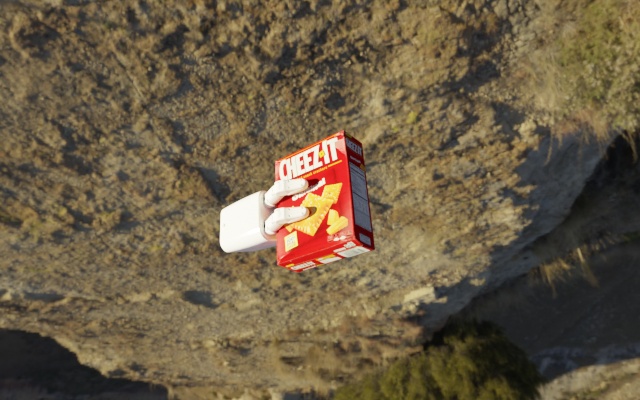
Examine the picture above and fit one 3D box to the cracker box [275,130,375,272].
[{"bbox_3d":[0.000,0.003,0.853,0.164,0.213,0.072,-21,-31,30],"label":"cracker box"}]
